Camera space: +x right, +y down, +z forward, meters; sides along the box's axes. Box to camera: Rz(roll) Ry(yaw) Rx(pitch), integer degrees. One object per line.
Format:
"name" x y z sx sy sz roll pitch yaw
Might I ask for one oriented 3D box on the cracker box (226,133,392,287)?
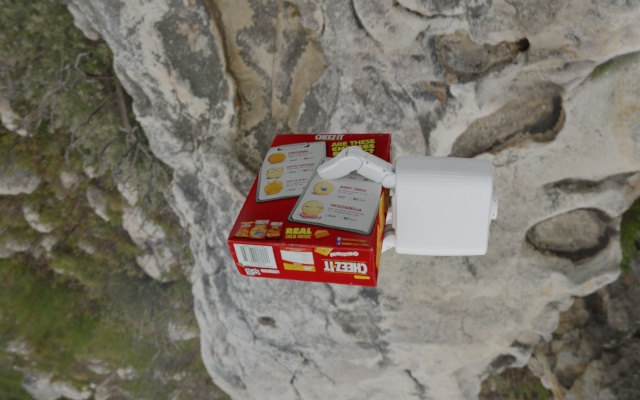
"cracker box" 0.000 0.002 0.597 0.164 0.072 0.213 2 41 13
